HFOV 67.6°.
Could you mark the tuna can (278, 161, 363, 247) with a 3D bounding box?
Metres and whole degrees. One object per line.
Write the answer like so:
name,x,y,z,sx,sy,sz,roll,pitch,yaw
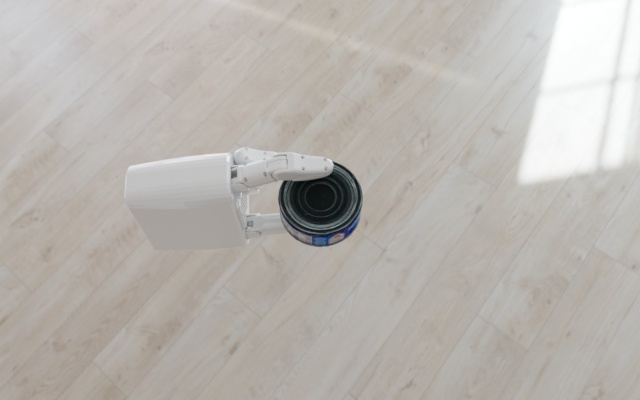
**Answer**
tuna can,0.000,0.001,0.485,0.086,0.086,0.034,0,-24,0
